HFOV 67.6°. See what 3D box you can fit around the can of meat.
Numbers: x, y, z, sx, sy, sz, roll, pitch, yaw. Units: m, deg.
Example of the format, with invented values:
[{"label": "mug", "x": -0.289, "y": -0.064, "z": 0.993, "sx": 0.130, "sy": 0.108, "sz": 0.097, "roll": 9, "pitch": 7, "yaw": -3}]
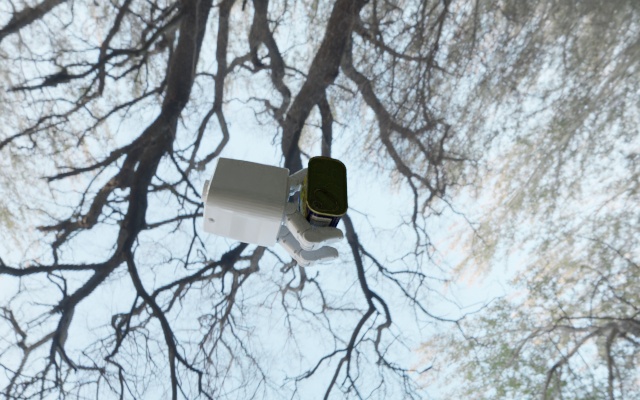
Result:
[{"label": "can of meat", "x": 0.000, "y": 0.002, "z": 0.683, "sx": 0.057, "sy": 0.102, "sz": 0.084, "roll": 9, "pitch": -39, "yaw": -11}]
